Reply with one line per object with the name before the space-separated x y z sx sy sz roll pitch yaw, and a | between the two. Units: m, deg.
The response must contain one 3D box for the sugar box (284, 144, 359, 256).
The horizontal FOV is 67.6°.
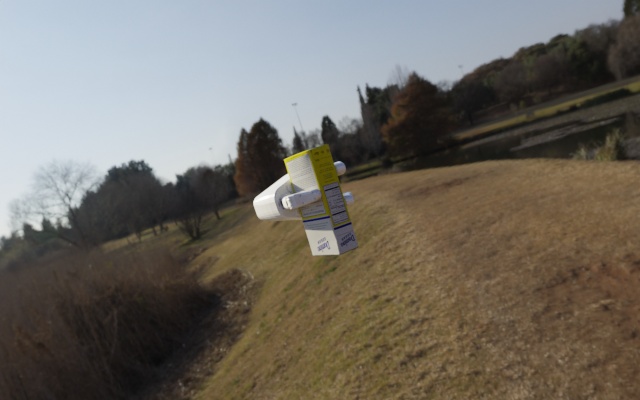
sugar box | 0.000 0.002 0.798 0.048 0.176 0.093 -21 5 -31
